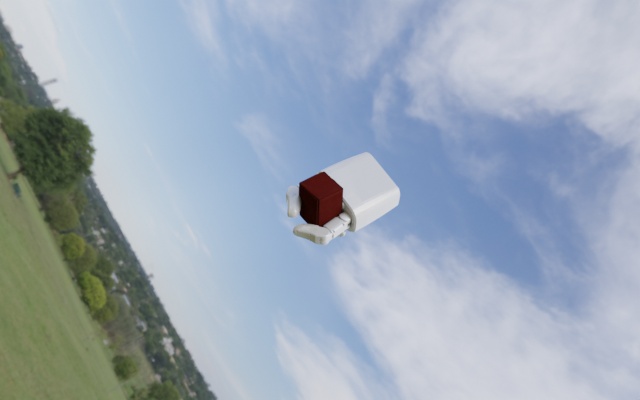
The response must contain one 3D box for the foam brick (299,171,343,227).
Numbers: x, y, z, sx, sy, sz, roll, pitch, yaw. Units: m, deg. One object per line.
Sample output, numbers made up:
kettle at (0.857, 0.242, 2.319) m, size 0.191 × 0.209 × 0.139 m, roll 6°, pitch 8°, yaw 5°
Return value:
foam brick at (0.000, 0.002, 0.775) m, size 0.051 × 0.078 × 0.053 m, roll -27°, pitch 52°, yaw -26°
